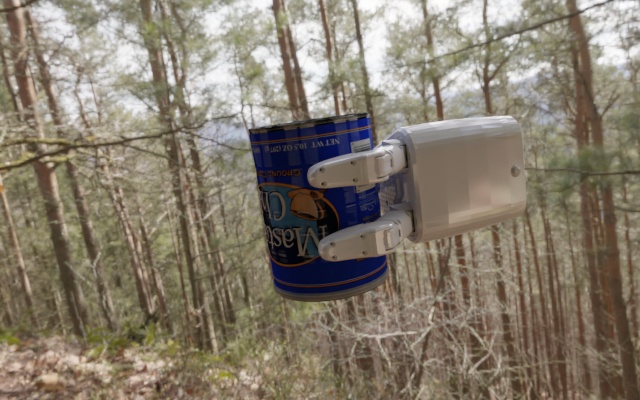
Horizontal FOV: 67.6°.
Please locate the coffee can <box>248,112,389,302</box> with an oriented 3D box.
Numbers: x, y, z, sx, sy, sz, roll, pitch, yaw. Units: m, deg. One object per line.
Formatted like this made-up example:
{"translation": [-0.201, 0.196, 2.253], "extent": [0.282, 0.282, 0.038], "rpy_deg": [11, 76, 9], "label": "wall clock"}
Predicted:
{"translation": [0.000, 0.002, 0.410], "extent": [0.103, 0.140, 0.103], "rpy_deg": [-8, 11, 1], "label": "coffee can"}
